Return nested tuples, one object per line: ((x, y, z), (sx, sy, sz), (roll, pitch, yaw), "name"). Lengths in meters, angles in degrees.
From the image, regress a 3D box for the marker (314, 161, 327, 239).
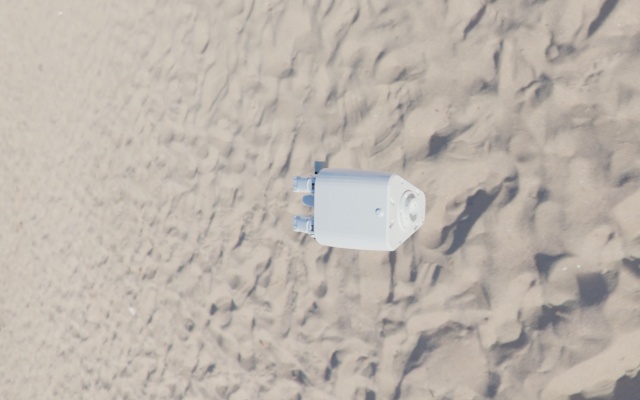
((0.000, 0.002, 0.708), (0.020, 0.121, 0.020), (1, 4, 0), "marker")
